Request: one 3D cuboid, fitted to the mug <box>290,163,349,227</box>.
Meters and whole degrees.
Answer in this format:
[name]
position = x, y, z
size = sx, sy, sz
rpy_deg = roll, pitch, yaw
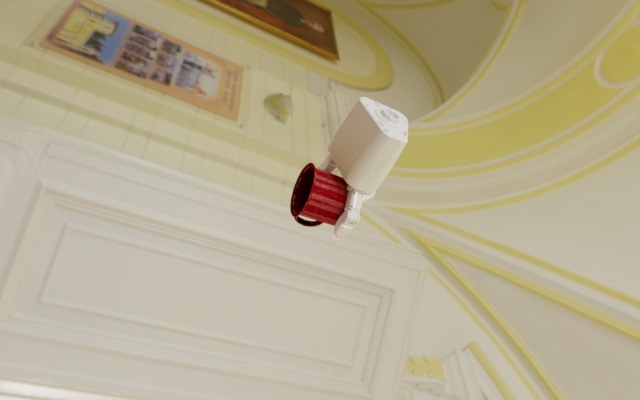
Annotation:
[mug]
position = 0.000, 0.004, 0.796
size = 0.081, 0.117, 0.093
rpy_deg = 19, 35, -21
